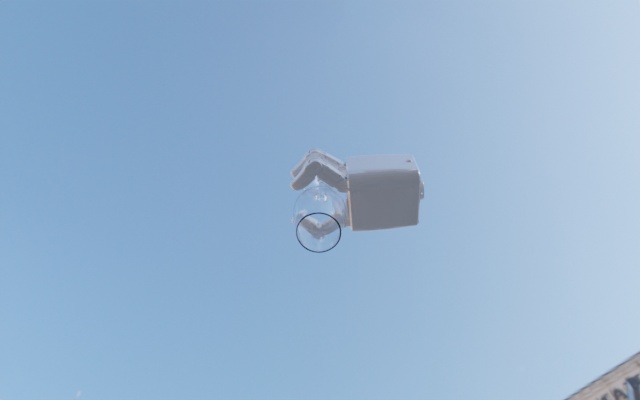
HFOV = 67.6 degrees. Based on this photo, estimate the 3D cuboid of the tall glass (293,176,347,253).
[{"bbox_3d":[0.000,0.002,0.731,0.079,0.079,0.201,0,25,2],"label":"tall glass"}]
